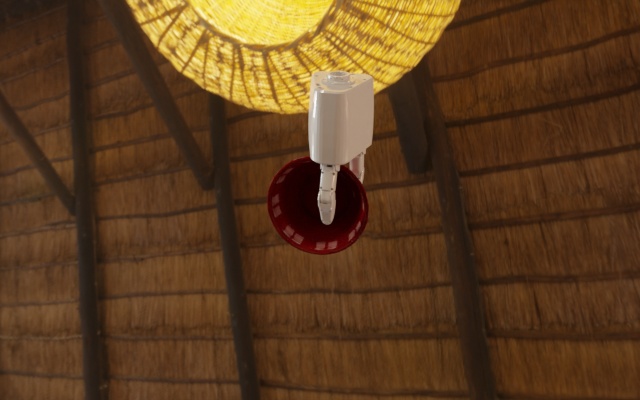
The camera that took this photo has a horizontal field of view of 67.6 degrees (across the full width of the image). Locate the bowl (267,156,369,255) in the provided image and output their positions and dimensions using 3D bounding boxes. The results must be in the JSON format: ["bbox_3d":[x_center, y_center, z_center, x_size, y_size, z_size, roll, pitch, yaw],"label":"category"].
[{"bbox_3d":[0.000,0.004,0.758,0.162,0.162,0.055,0,18,14],"label":"bowl"}]
